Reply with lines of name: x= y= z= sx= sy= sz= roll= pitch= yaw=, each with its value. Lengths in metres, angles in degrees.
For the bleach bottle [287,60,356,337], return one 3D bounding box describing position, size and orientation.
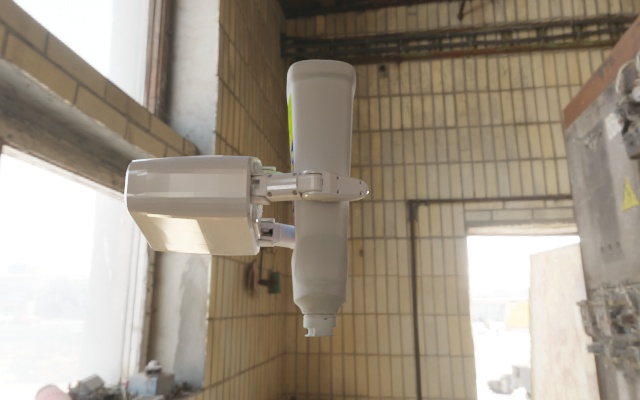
bleach bottle: x=0.000 y=0.001 z=0.462 sx=0.068 sy=0.250 sz=0.102 roll=0 pitch=-14 yaw=-2
